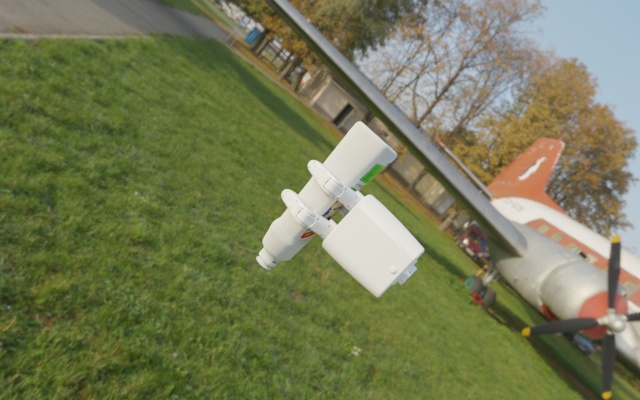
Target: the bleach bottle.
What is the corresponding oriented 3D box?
[{"bbox_3d":[0.000,0.002,0.698,0.068,0.251,0.102,44,11,13],"label":"bleach bottle"}]
